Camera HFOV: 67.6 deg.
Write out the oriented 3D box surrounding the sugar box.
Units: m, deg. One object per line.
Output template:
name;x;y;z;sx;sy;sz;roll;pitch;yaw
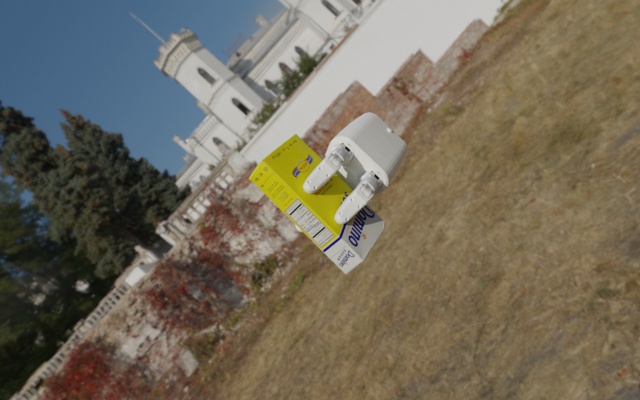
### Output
sugar box;0.000;0.002;0.621;0.048;0.176;0.093;-47;2;40
